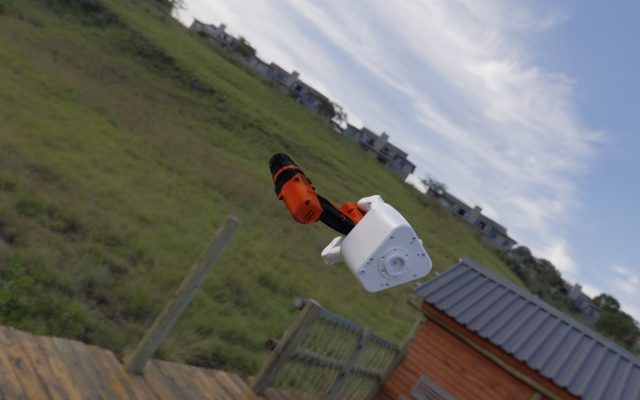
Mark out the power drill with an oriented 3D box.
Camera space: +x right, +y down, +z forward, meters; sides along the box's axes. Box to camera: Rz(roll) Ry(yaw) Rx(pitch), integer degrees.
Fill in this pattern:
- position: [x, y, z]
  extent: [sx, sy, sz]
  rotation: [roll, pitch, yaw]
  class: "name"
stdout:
- position: [0.001, 0.003, 0.820]
  extent: [0.188, 0.057, 0.184]
  rotation: [29, 20, -34]
  class: "power drill"
